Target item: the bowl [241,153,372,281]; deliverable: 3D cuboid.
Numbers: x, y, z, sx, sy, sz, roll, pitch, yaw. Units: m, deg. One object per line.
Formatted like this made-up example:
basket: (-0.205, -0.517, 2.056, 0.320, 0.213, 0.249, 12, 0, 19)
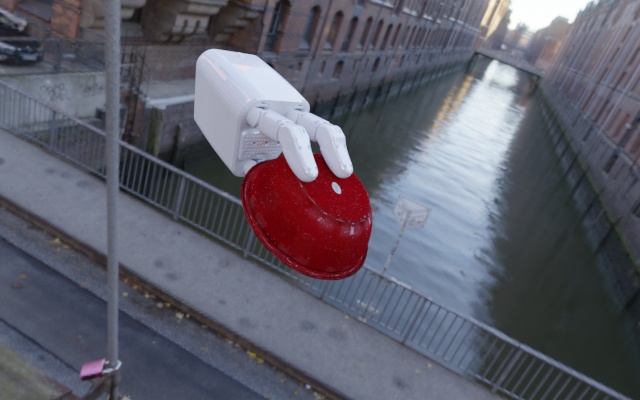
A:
bowl: (0.001, 0.002, 0.506, 0.162, 0.162, 0.055, 0, -36, -43)
